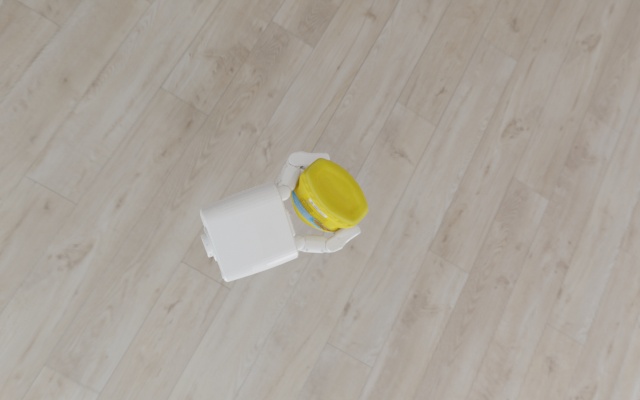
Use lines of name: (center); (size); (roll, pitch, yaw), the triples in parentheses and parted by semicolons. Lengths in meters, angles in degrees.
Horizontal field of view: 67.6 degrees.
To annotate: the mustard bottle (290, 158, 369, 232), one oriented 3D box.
mustard bottle: (0.000, 0.002, 0.687); (0.058, 0.096, 0.191); (-45, 3, -15)
